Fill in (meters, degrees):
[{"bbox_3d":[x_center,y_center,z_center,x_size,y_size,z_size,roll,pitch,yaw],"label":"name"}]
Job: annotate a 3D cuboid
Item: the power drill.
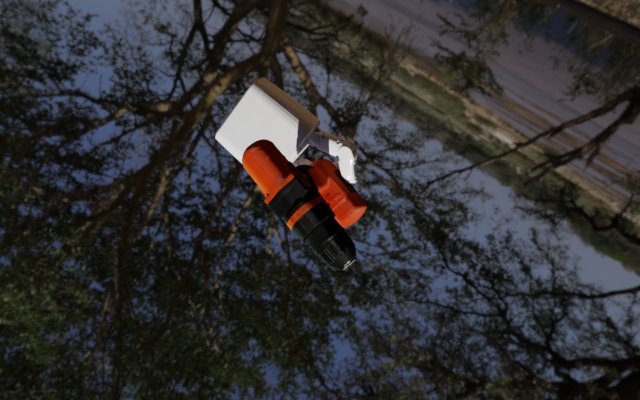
[{"bbox_3d":[0.000,0.002,0.617,0.057,0.184,0.187,-42,-12,15],"label":"power drill"}]
